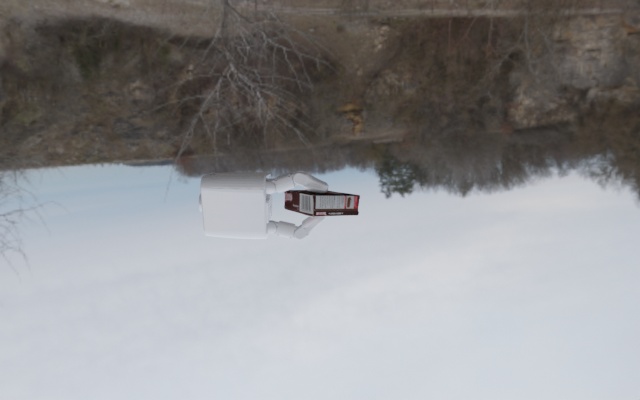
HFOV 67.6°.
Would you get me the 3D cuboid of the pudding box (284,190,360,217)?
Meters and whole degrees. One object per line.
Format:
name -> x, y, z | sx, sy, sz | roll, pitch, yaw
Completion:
pudding box -> 0.000, 0.003, 0.817 | 0.090, 0.039, 0.113 | -1, 8, -29
